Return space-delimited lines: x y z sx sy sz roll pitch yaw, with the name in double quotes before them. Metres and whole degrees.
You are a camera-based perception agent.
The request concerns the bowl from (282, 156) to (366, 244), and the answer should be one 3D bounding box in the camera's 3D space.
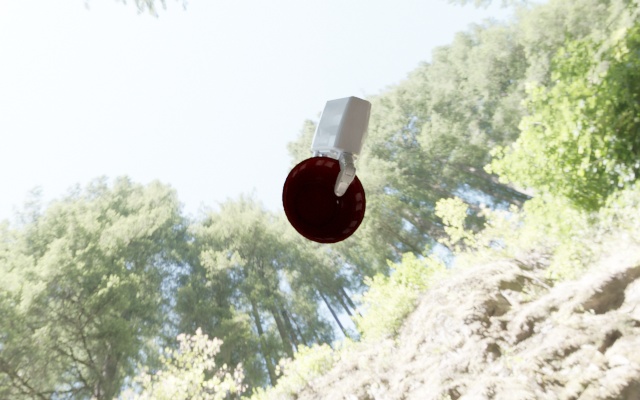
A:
"bowl" -0.001 0.004 0.877 0.162 0.162 0.055 0 -12 -20
